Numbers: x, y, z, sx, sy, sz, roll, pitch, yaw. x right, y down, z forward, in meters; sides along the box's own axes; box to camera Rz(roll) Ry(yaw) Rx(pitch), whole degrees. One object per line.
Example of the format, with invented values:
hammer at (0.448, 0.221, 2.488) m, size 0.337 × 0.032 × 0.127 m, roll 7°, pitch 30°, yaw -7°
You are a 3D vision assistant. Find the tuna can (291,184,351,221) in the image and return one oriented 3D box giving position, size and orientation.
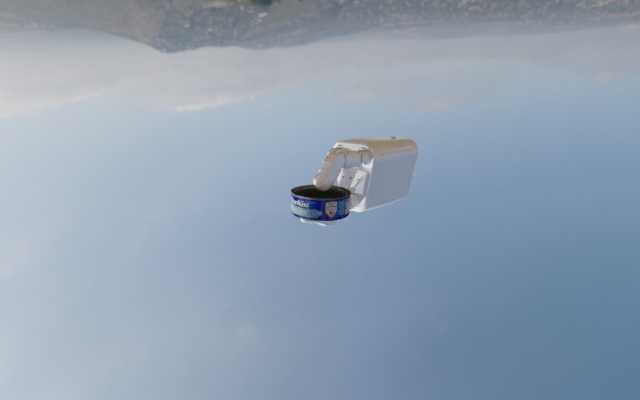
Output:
tuna can at (0.000, 0.003, 0.680) m, size 0.086 × 0.034 × 0.086 m, roll 2°, pitch 14°, yaw 0°
